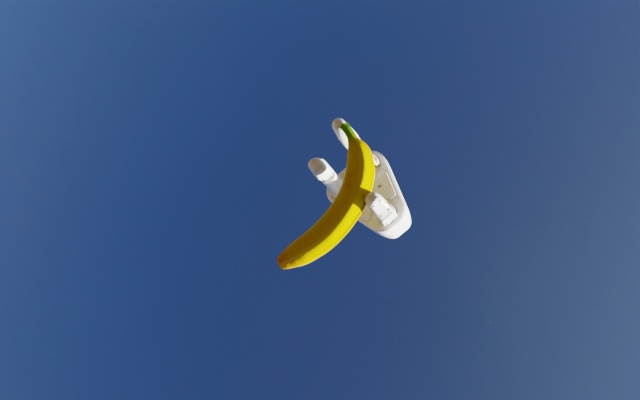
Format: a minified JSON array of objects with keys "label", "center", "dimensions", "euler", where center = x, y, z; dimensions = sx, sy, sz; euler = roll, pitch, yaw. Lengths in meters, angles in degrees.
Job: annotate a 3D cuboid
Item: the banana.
[{"label":"banana","center":[0.018,0.006,0.589],"dimensions":[0.069,0.198,0.037],"euler":[25,-2,18]}]
